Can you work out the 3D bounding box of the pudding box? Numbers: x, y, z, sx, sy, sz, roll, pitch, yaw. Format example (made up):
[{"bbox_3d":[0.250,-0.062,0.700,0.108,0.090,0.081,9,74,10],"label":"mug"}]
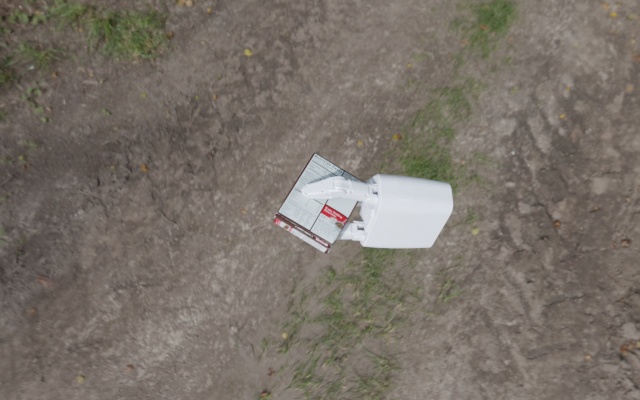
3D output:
[{"bbox_3d":[0.000,0.002,0.657,0.090,0.113,0.039,31,-27,0],"label":"pudding box"}]
